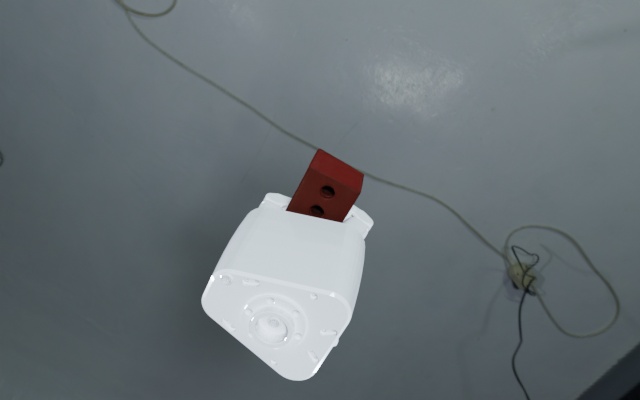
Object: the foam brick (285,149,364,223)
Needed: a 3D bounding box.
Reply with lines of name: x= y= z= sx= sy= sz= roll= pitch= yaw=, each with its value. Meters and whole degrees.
foam brick: x=0.000 y=0.001 z=0.454 sx=0.053 sy=0.078 sz=0.051 roll=28 pitch=24 yaw=-2
